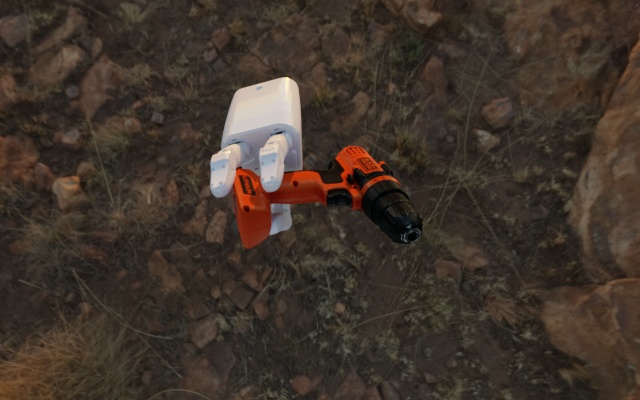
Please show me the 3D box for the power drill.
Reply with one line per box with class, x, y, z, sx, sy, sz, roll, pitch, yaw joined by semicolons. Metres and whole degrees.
power drill;0.000;0.002;0.534;0.187;0.057;0.184;-8;30;-15
